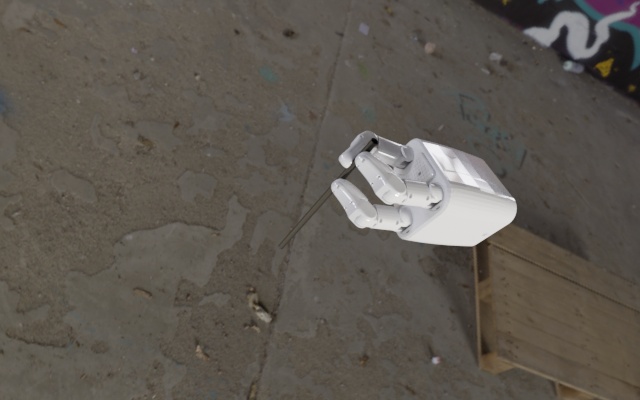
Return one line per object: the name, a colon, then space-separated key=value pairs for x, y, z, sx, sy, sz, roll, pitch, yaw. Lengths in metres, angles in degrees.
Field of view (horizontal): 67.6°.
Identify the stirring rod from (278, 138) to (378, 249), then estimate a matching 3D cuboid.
stirring rod: x=0.000 y=0.002 z=0.568 sx=0.011 sy=0.011 sz=0.240 roll=0 pitch=-31 yaw=-32
